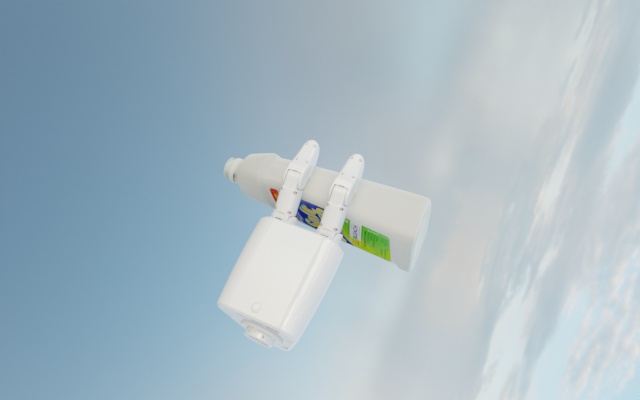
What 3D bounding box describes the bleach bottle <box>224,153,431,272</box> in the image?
[{"bbox_3d":[0.000,0.002,0.571,0.251,0.068,0.103,19,-26,18],"label":"bleach bottle"}]
